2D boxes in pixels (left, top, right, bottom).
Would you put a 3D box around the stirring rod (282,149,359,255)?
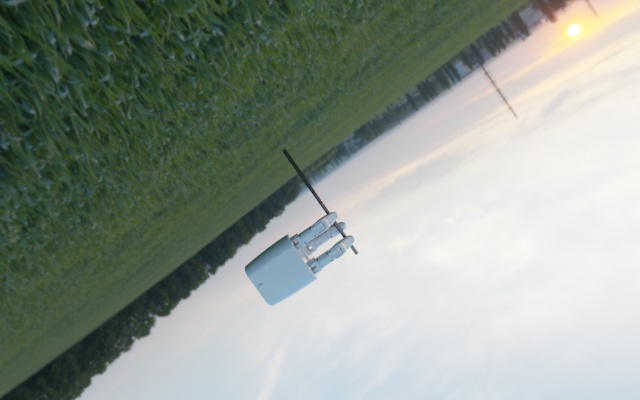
[{"bbox_3d":[0.000,0.003,0.899,0.011,0.239,0.011,-35,2,1],"label":"stirring rod"}]
